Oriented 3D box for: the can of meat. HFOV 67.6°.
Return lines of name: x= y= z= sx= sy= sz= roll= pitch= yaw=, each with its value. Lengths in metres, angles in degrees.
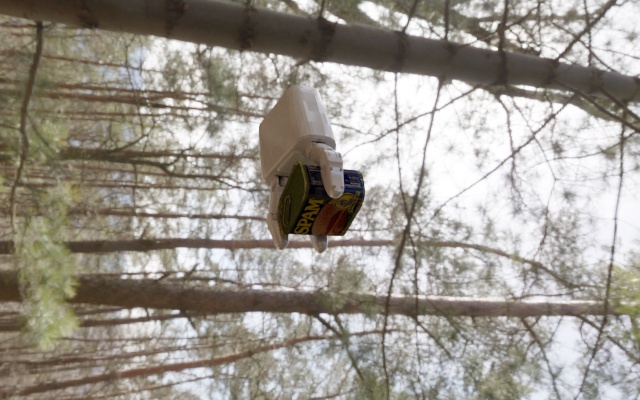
can of meat: x=0.000 y=0.002 z=0.606 sx=0.084 sy=0.057 sz=0.102 roll=4 pitch=-42 yaw=-23
